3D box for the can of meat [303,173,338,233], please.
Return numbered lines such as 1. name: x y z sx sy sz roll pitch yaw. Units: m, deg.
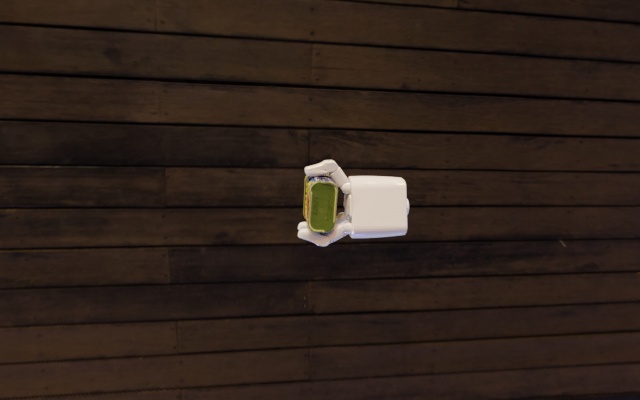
1. can of meat: 0.000 0.003 0.898 0.057 0.102 0.084 2 14 -7
